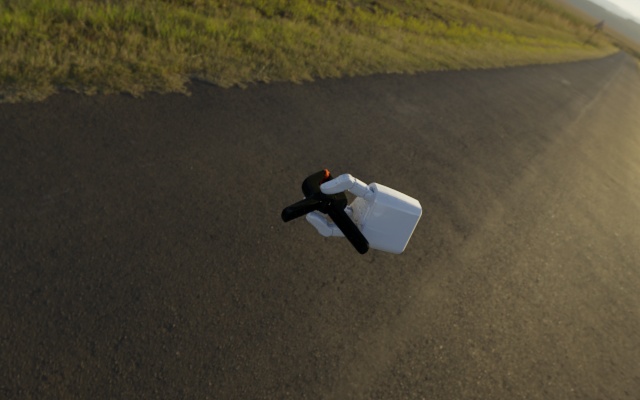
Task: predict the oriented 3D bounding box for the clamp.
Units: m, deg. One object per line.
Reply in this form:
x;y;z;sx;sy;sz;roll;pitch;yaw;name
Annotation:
0.001;0.002;0.873;0.164;0.036;0.209;21;30;-22;clamp
